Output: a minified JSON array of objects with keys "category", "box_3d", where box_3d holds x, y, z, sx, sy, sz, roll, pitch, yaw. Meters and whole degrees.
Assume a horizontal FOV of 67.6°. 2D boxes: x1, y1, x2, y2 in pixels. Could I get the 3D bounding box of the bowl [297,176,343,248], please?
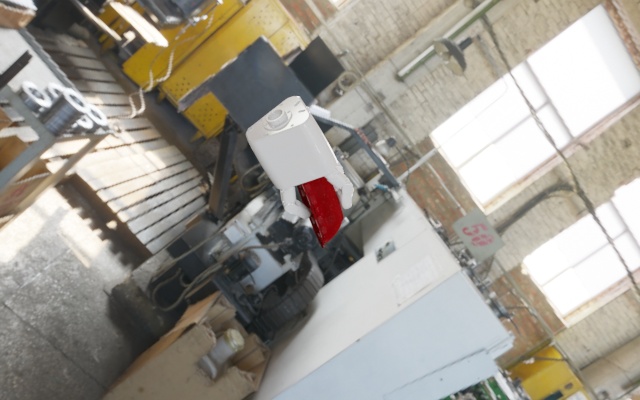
[{"category":"bowl","box_3d":[0.001,0.003,0.872,0.055,0.162,0.162,-20,2,-6]}]
